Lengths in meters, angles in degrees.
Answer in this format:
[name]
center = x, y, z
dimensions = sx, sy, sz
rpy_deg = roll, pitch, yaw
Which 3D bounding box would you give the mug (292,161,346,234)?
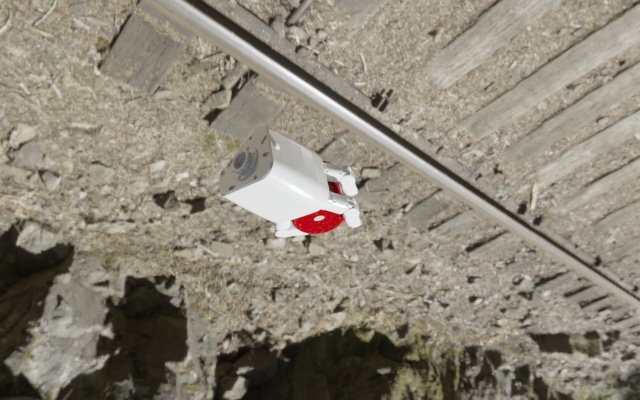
[mug]
center = 0.001, 0.003, 0.747
dimensions = 0.093, 0.081, 0.117
rpy_deg = -35, -43, 28
